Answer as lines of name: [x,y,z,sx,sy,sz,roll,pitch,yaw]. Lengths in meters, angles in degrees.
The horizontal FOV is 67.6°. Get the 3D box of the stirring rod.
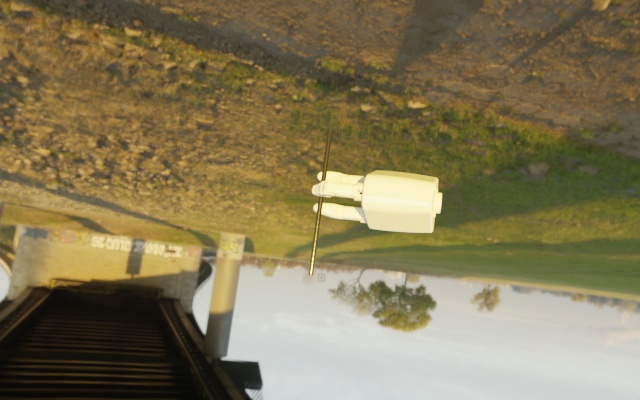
stirring rod: [0.000,0.002,0.789,0.011,0.239,0.011,8,-7,1]
